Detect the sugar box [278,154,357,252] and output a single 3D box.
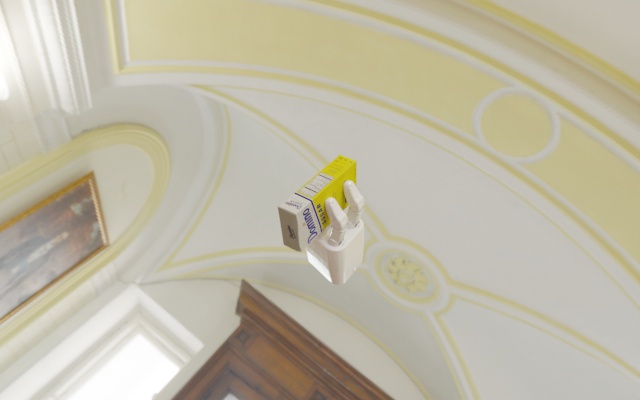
[{"bbox_3d":[0.001,0.003,0.846,0.048,0.093,0.176,22,48,27],"label":"sugar box"}]
